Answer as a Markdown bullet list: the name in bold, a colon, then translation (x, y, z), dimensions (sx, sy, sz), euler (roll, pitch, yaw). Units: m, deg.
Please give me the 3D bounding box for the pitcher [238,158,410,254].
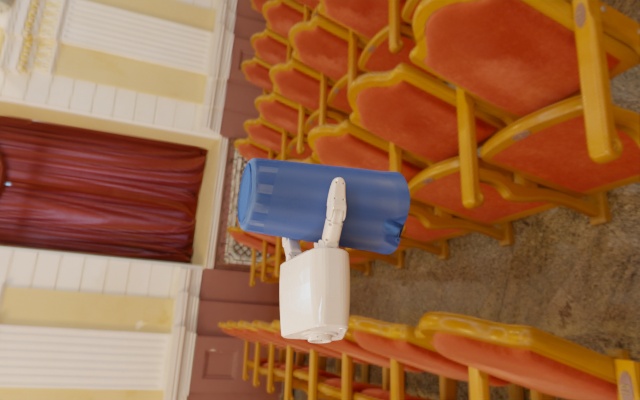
- **pitcher**: translation (0.000, 0.003, 0.736), dimensions (0.243, 0.145, 0.149), euler (8, -26, -18)
